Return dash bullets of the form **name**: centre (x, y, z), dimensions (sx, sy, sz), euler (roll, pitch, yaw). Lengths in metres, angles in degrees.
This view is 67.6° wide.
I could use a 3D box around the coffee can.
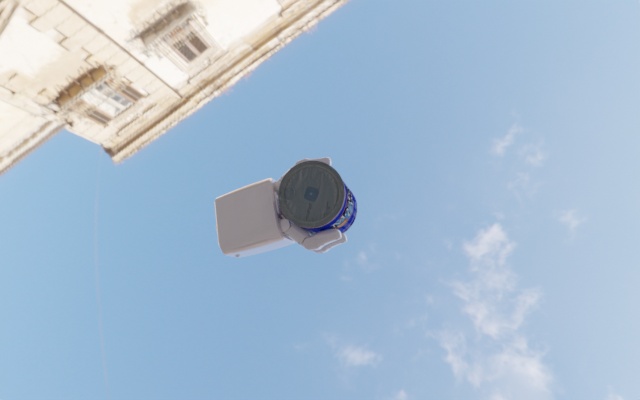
- **coffee can**: centre (0.000, 0.002, 0.777), dimensions (0.103, 0.102, 0.140), euler (0, -10, 12)
